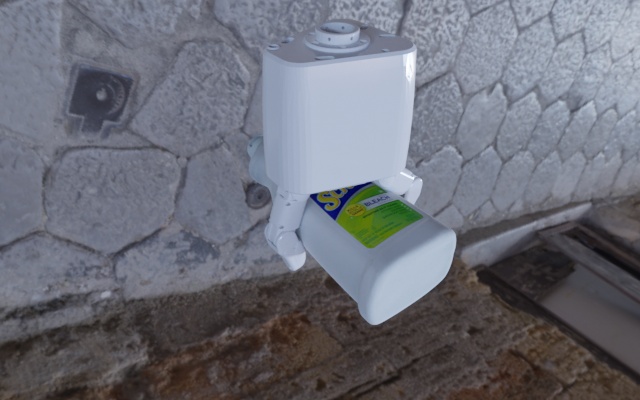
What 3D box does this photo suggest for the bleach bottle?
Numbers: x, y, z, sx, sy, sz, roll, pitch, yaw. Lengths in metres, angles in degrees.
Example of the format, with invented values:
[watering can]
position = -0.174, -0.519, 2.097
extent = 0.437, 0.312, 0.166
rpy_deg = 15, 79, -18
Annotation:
[bleach bottle]
position = 0.000, 0.002, 0.455
extent = 0.102, 0.068, 0.250
rpy_deg = -24, 44, -30
